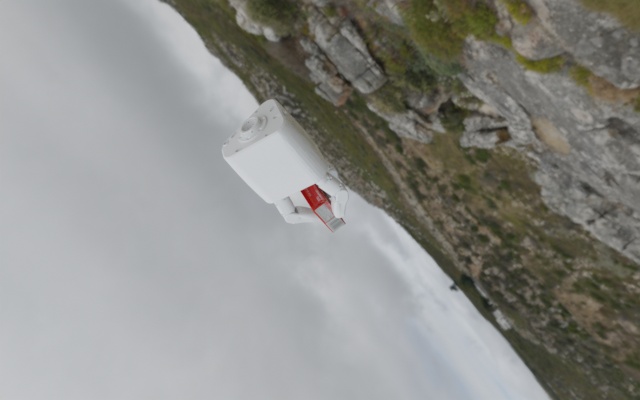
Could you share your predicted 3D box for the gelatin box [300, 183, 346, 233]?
[{"bbox_3d":[0.000,0.003,0.787,0.030,0.073,0.089,-36,-37,4],"label":"gelatin box"}]
